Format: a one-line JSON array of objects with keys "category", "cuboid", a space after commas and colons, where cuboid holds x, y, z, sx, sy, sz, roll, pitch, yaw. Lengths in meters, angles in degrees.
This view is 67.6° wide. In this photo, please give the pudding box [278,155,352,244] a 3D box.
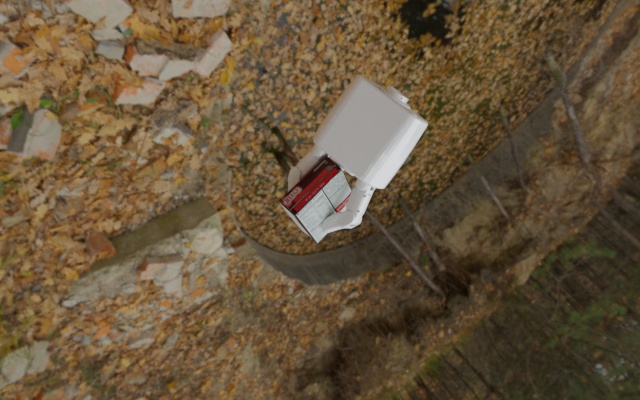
[{"category": "pudding box", "cuboid": [0.000, 0.002, 0.666, 0.039, 0.090, 0.113, 42, -8, 30]}]
